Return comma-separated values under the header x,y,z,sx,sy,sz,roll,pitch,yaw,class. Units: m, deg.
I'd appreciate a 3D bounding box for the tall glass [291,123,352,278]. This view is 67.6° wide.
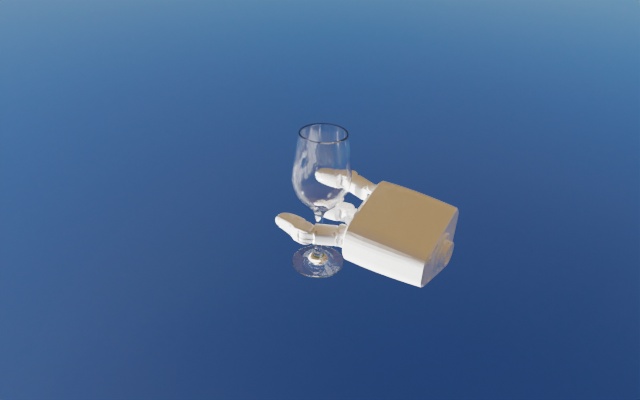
x,y,z,sx,sy,sz,roll,pitch,yaw,class
0.000,0.003,0.635,0.079,0.201,0.079,2,31,-1,tall glass
